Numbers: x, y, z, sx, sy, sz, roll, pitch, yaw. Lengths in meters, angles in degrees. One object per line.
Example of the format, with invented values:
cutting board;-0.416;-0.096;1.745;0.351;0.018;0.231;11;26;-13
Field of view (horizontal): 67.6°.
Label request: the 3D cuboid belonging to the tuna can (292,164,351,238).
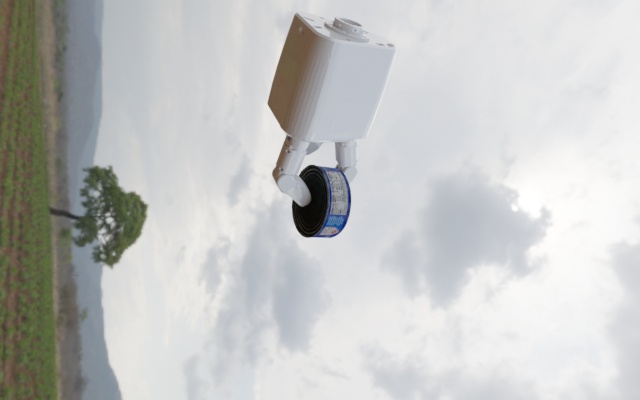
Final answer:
tuna can;0.001;0.002;0.564;0.034;0.086;0.086;4;-2;-31
